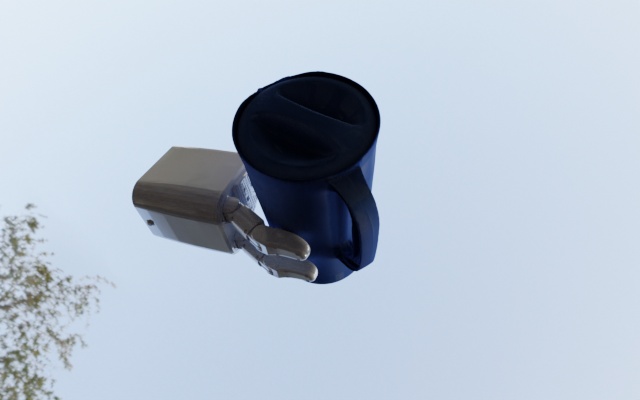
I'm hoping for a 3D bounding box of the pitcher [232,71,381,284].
[{"bbox_3d":[0.000,0.002,0.511,0.145,0.149,0.243,9,-33,11],"label":"pitcher"}]
